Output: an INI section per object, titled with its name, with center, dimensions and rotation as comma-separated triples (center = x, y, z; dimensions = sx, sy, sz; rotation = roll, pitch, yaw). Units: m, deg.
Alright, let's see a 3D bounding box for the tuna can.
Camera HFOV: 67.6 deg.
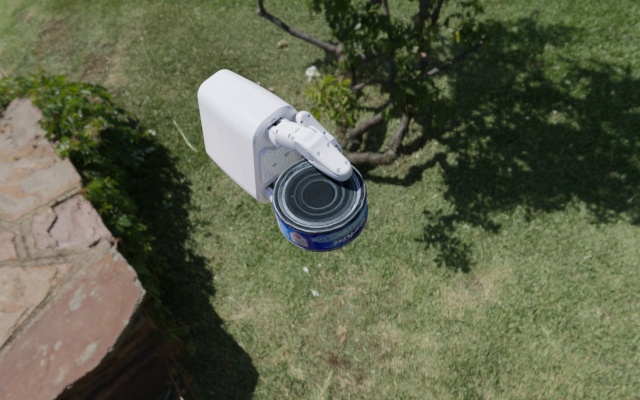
[tuna can]
center = 0.000, 0.001, 0.433
dimensions = 0.086, 0.086, 0.034
rotation = 0, -34, 7
